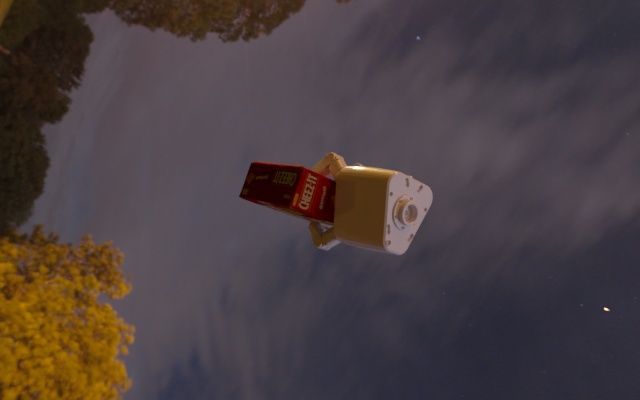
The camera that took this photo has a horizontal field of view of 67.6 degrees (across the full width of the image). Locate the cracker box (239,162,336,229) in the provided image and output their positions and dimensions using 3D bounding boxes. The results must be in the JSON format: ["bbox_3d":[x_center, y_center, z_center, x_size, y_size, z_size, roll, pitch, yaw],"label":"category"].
[{"bbox_3d":[0.000,0.003,0.793,0.214,0.072,0.164,22,-8,-36],"label":"cracker box"}]
